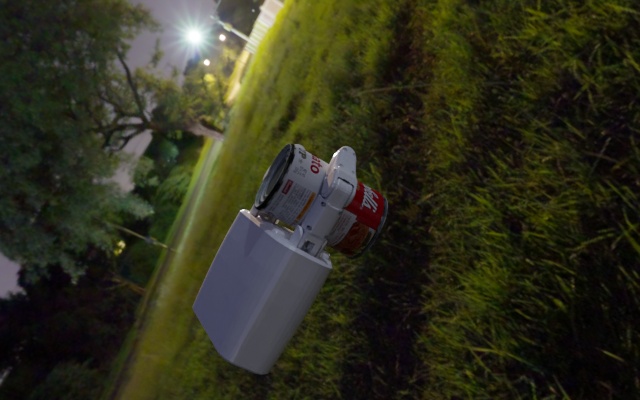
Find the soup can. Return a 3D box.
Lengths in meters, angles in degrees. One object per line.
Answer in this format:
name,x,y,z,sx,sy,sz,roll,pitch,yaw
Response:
soup can,0.000,0.001,0.433,0.102,0.068,0.068,29,-9,-17
